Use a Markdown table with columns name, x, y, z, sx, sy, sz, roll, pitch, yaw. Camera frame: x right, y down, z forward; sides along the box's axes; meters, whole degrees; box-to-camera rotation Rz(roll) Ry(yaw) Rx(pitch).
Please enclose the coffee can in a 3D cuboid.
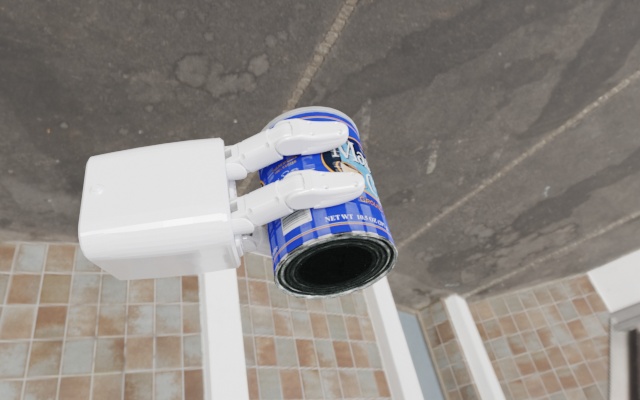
| name | x | y | z | sx | sy | sz | roll | pitch | yaw |
| --- | --- | --- | --- | --- | --- | --- | --- | --- | --- |
| coffee can | 0.000 | 0.001 | 0.426 | 0.103 | 0.140 | 0.103 | -9 | -36 | -6 |
